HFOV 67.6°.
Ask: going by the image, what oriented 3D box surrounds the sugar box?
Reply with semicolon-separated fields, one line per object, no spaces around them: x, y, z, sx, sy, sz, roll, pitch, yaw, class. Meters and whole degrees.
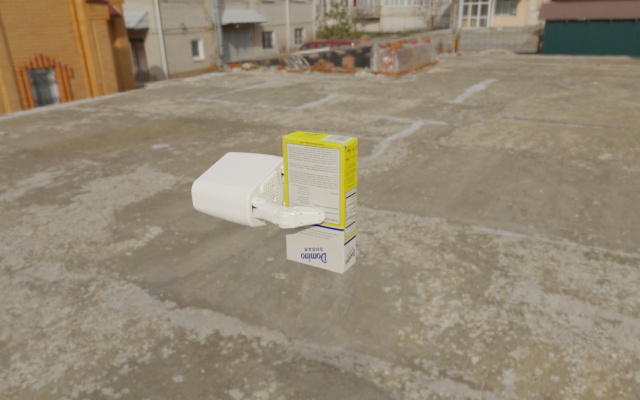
0.000;0.002;0.635;0.093;0.176;0.048;11;25;28;sugar box
